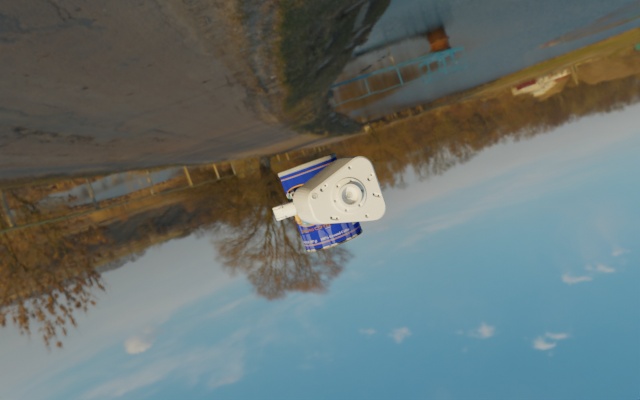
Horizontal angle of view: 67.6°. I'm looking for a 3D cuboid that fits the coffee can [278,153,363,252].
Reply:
[{"bbox_3d":[0.000,0.003,0.803,0.103,0.140,0.103,-20,5,2],"label":"coffee can"}]
